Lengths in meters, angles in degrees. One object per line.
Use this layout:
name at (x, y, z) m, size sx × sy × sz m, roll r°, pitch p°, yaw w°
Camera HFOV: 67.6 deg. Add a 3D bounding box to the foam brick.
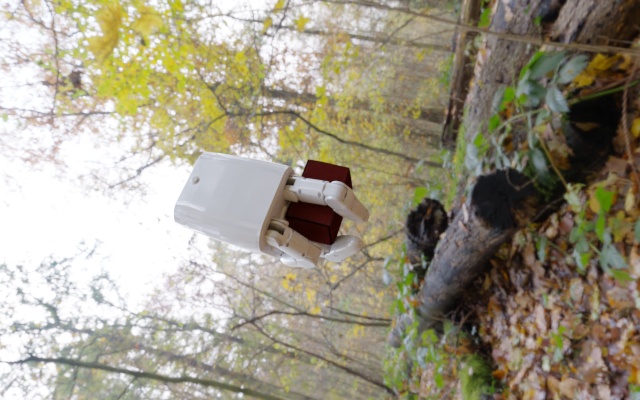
foam brick at (0.000, 0.002, 0.538) m, size 0.051 × 0.078 × 0.053 m, roll 13°, pitch -27°, yaw 14°
